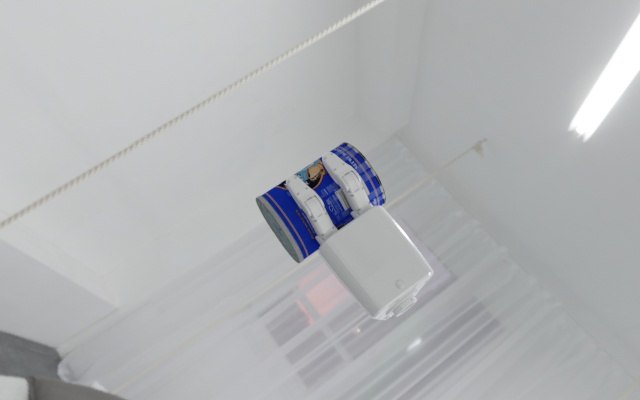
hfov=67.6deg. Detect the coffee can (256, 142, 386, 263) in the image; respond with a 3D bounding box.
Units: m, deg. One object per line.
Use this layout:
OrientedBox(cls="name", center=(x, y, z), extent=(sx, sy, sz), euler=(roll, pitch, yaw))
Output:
OrientedBox(cls="coffee can", center=(0.000, 0.002, 0.635), extent=(0.140, 0.103, 0.103), euler=(-34, 8, -12))
